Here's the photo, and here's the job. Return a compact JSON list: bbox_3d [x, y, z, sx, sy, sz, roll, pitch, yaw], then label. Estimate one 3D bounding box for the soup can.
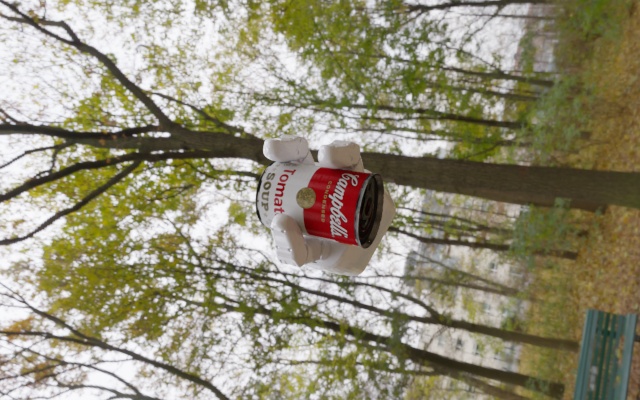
[{"bbox_3d":[0.000,0.001,0.442,0.102,0.068,0.068,10,4,24],"label":"soup can"}]
